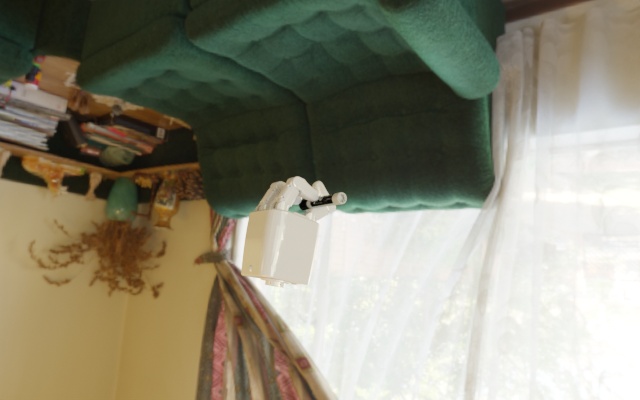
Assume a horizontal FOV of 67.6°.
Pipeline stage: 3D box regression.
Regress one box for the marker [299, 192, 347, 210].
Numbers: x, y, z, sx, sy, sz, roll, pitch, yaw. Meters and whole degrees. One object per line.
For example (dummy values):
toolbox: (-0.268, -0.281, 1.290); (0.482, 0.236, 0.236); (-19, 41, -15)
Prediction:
marker: (0.000, 0.003, 0.796); (0.020, 0.020, 0.121); (0, -6, -35)
